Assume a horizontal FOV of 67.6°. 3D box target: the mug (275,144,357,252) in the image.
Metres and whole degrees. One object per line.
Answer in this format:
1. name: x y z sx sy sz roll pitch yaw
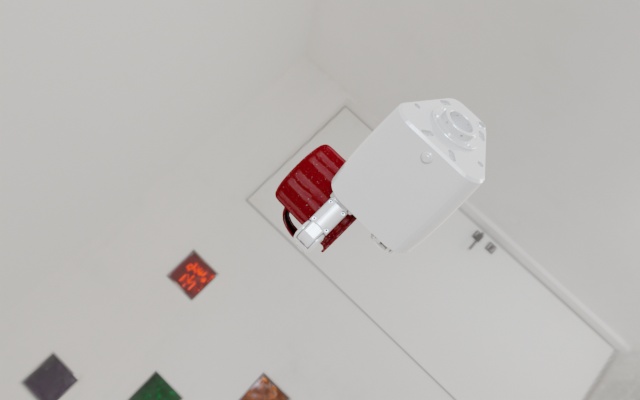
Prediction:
1. mug: -0.001 0.002 0.520 0.117 0.081 0.093 -48 -5 37
